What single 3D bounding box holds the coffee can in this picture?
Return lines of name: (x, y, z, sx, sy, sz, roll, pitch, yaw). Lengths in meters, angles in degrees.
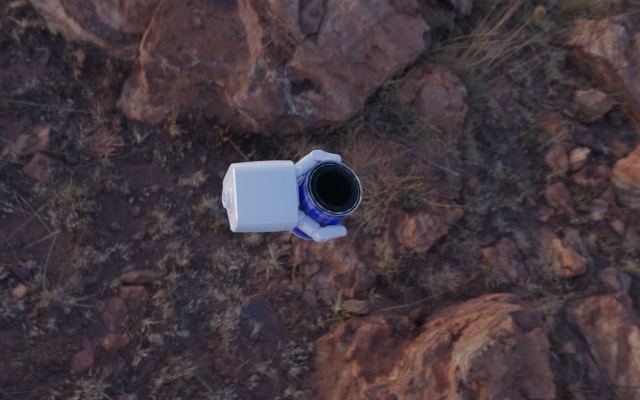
coffee can: (0.000, 0.003, 0.863, 0.103, 0.102, 0.140, 0, -20, -22)
